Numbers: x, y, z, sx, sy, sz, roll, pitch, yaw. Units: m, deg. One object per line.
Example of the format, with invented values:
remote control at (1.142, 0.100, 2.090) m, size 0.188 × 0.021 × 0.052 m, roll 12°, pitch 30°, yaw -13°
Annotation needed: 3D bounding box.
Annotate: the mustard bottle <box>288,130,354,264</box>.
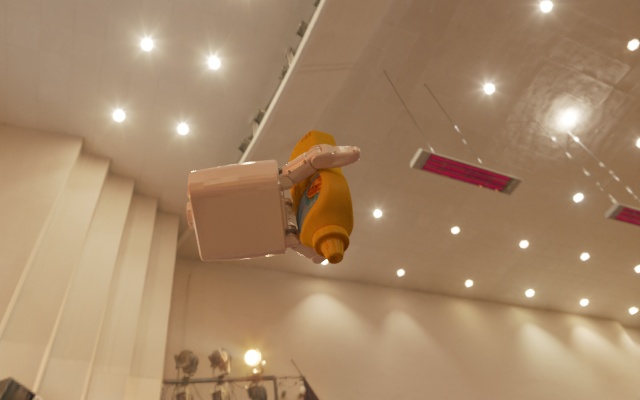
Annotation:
mustard bottle at (0.000, 0.002, 0.585) m, size 0.058 × 0.096 × 0.191 m, roll 13°, pitch 36°, yaw -21°
